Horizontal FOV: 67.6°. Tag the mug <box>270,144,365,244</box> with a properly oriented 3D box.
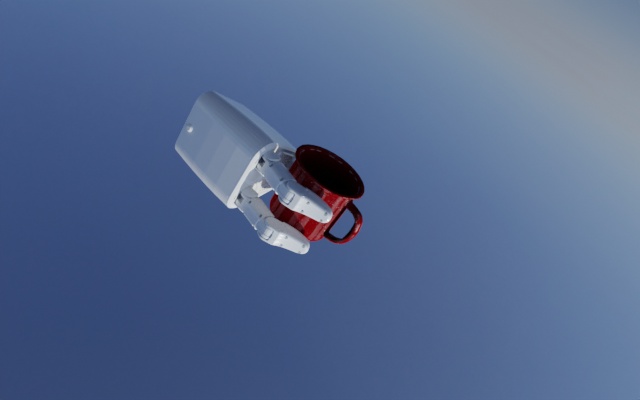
[{"bbox_3d":[0.001,0.003,0.564,0.117,0.081,0.093,45,30,16],"label":"mug"}]
